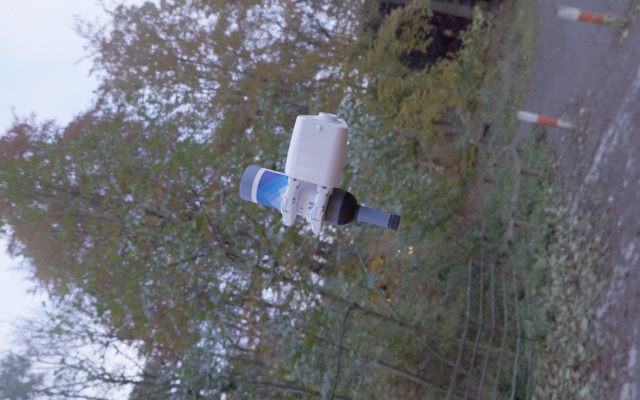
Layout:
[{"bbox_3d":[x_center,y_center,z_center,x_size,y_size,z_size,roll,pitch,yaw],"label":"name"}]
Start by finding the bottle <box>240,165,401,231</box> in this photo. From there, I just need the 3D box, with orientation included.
[{"bbox_3d":[0.000,0.003,0.878,0.295,0.069,0.069,15,3,11],"label":"bottle"}]
